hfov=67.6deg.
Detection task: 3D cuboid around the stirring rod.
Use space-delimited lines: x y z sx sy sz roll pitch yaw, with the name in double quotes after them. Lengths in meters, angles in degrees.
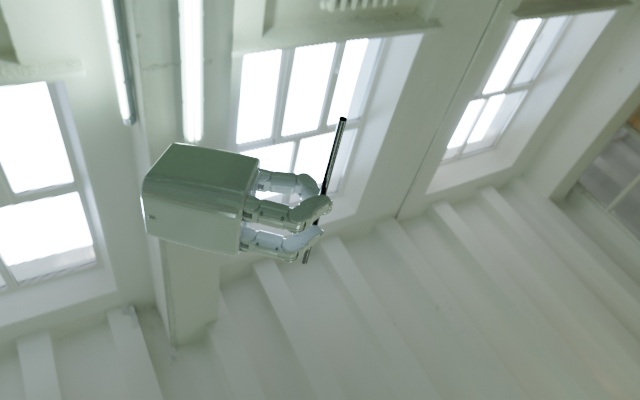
0.000 0.002 0.538 0.011 0.011 0.240 0 -41 -13 "stirring rod"
